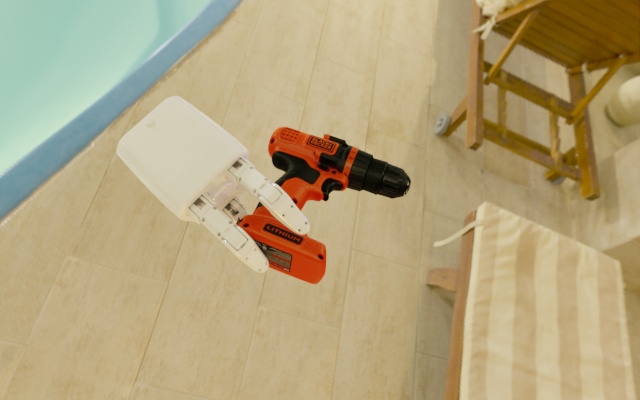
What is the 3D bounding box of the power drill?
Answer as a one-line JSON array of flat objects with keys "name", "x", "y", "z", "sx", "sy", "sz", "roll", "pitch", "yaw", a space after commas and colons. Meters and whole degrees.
[{"name": "power drill", "x": 0.000, "y": 0.002, "z": 0.555, "sx": 0.184, "sy": 0.187, "sz": 0.057, "roll": 19, "pitch": -41, "yaw": 9}]
